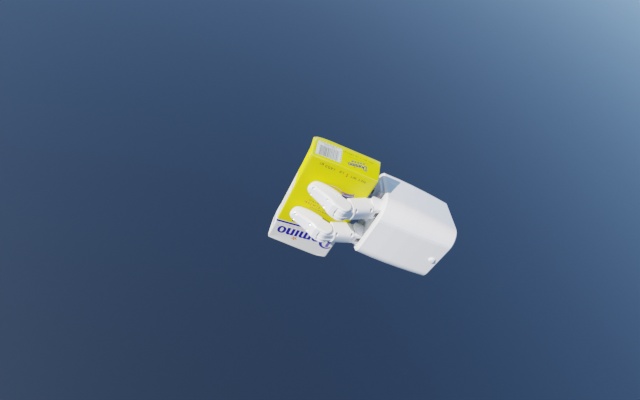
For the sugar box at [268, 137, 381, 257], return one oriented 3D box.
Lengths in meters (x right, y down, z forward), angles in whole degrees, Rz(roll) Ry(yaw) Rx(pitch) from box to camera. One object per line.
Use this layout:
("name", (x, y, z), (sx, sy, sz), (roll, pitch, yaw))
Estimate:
("sugar box", (0.000, 0.002, 0.647), (0.093, 0.048, 0.176), (22, -48, -8))
